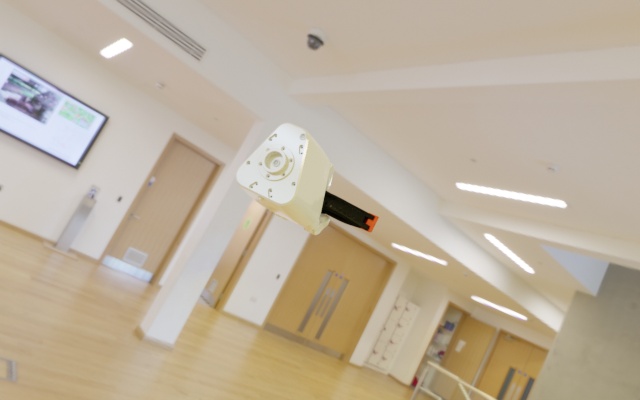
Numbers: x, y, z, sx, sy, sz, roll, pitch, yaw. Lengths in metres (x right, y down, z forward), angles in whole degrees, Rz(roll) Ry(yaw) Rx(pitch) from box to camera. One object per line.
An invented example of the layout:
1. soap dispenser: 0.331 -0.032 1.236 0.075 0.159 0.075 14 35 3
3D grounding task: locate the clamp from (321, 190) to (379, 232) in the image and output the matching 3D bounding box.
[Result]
1. clamp: 0.001 0.002 0.793 0.210 0.036 0.164 24 -7 20
